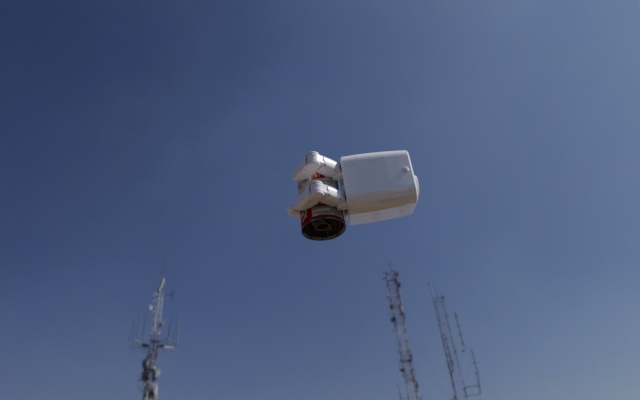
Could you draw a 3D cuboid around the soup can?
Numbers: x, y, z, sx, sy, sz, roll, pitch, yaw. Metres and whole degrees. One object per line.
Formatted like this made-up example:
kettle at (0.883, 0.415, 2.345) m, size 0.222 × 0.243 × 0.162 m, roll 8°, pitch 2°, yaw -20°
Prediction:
soup can at (0.000, 0.002, 0.748) m, size 0.068 × 0.102 × 0.068 m, roll -5°, pitch -33°, yaw -3°
